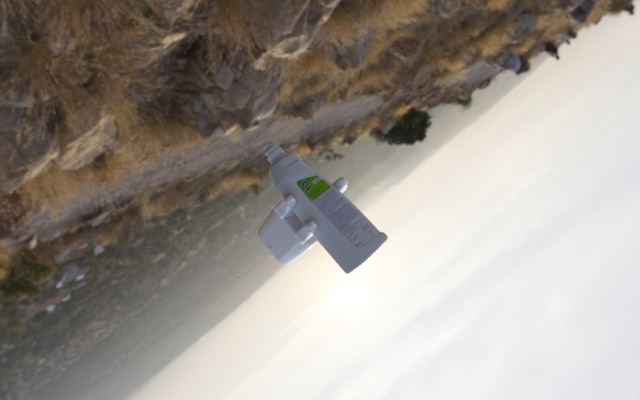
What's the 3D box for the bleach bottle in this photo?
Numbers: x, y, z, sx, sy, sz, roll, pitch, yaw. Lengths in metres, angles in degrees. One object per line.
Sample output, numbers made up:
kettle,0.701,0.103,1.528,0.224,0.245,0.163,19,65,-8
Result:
bleach bottle,0.000,0.003,0.830,0.102,0.251,0.068,-36,-6,-45
